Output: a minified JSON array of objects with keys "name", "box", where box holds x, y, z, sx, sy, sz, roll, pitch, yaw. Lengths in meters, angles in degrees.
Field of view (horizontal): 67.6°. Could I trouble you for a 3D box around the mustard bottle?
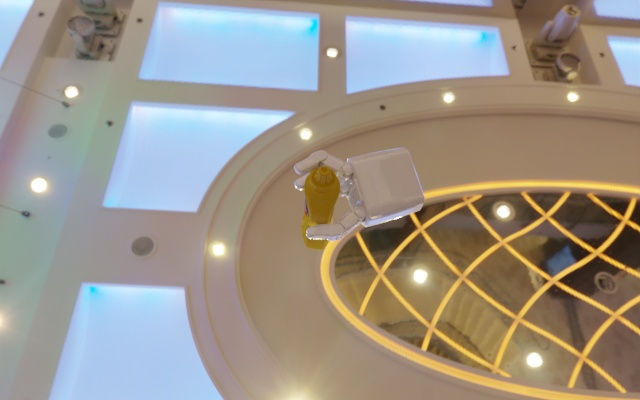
[{"name":"mustard bottle","box":[0.000,0.003,0.803,0.058,0.096,0.192,7,-30,-1]}]
